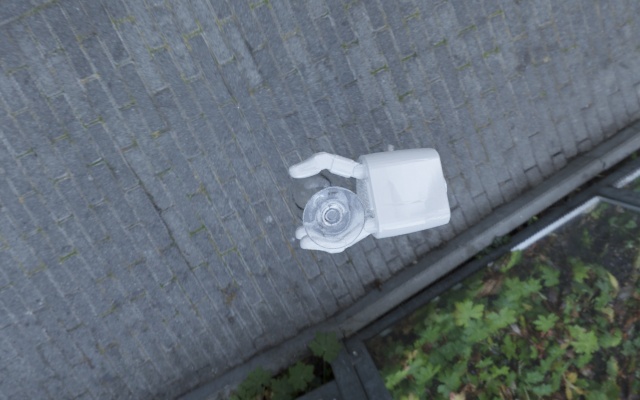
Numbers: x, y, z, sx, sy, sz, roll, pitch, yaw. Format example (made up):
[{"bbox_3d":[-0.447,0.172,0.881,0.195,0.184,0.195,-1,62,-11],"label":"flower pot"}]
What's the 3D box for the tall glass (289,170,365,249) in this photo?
[{"bbox_3d":[0.000,0.002,0.649,0.079,0.079,0.201,0,11,-10],"label":"tall glass"}]
